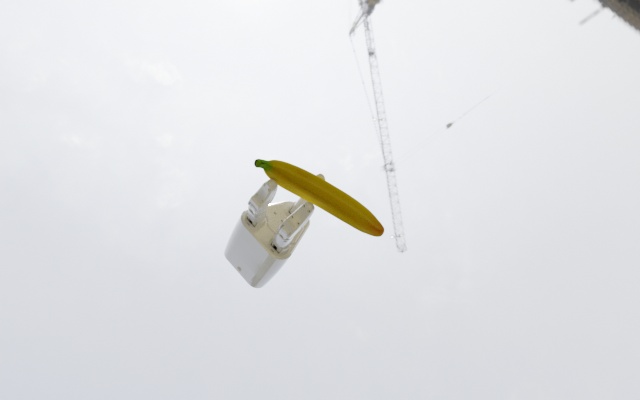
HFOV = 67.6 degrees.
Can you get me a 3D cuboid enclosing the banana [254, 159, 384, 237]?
[{"bbox_3d":[-0.002,-0.006,0.662,0.198,0.037,0.069,28,20,-6],"label":"banana"}]
